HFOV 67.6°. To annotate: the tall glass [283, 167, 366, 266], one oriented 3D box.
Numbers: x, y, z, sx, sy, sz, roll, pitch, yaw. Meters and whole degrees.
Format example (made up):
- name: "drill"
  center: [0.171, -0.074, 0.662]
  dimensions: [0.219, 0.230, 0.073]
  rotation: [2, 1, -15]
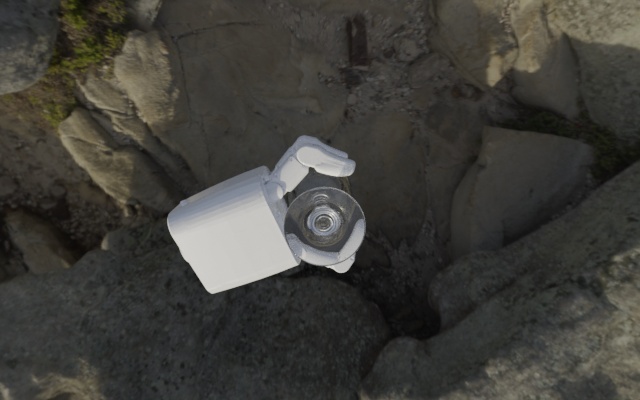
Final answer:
- name: "tall glass"
  center: [0.000, 0.002, 0.524]
  dimensions: [0.079, 0.079, 0.201]
  rotation: [0, 13, -2]
